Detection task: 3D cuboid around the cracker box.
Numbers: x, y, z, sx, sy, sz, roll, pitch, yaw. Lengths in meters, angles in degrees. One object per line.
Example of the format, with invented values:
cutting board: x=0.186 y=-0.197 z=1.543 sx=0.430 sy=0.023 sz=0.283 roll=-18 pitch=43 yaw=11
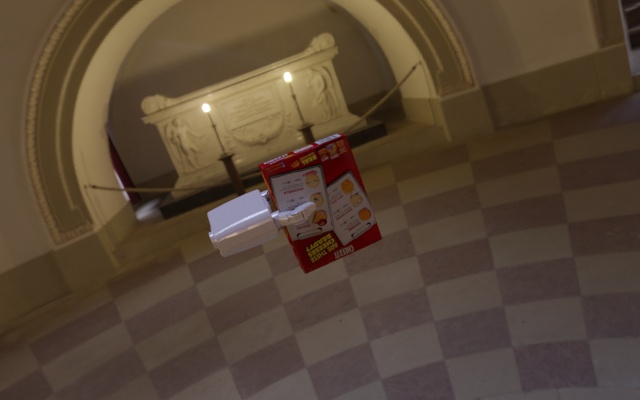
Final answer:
cracker box: x=0.000 y=0.003 z=0.889 sx=0.164 sy=0.214 sz=0.072 roll=-23 pitch=15 yaw=-9
